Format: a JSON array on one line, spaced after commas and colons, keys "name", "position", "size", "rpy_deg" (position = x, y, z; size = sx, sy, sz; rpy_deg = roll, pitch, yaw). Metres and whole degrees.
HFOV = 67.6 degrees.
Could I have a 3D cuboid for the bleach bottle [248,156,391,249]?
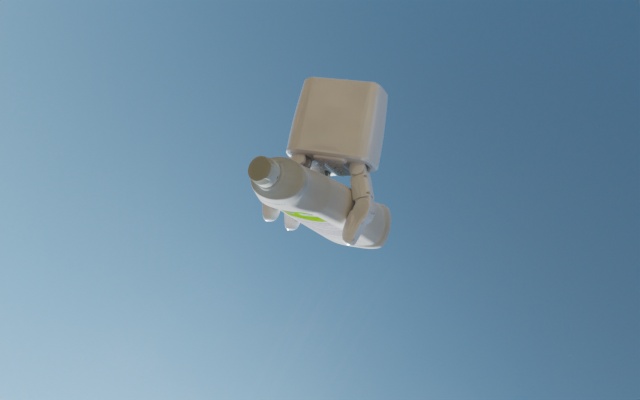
[{"name": "bleach bottle", "position": [0.000, 0.002, 0.594], "size": [0.102, 0.068, 0.251], "rpy_deg": [4, -14, 29]}]
